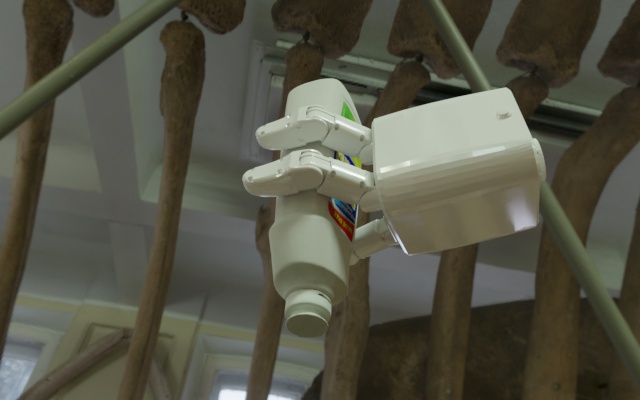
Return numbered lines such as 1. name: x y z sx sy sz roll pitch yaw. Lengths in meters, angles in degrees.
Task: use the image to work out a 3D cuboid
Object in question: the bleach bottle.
1. bleach bottle: 0.000 0.001 0.405 0.068 0.103 0.250 -12 42 15
